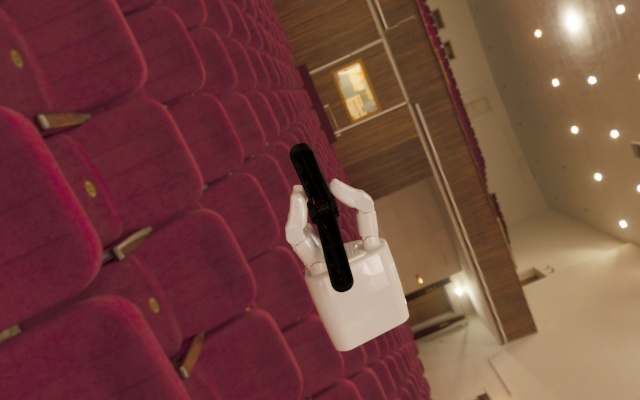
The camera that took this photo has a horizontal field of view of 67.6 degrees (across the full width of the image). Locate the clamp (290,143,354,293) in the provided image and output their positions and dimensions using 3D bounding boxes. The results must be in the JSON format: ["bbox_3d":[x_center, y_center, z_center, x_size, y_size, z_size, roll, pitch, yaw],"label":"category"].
[{"bbox_3d":[0.001,0.002,0.588,0.036,0.164,0.210,-17,12,2],"label":"clamp"}]
